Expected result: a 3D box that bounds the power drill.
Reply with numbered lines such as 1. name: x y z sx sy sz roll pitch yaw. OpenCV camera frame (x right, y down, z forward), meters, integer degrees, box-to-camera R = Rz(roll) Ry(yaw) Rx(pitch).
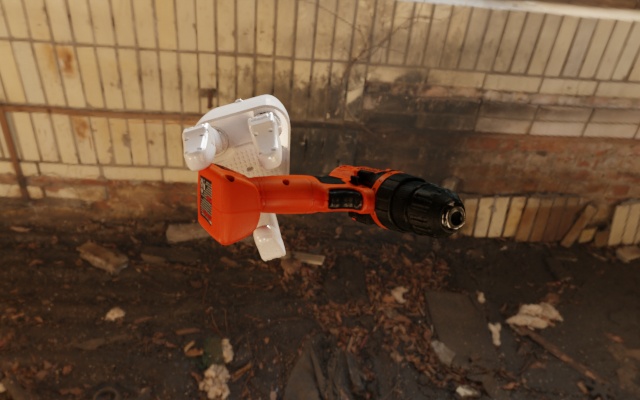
1. power drill: 0.000 0.001 0.404 0.187 0.057 0.184 0 8 -26
